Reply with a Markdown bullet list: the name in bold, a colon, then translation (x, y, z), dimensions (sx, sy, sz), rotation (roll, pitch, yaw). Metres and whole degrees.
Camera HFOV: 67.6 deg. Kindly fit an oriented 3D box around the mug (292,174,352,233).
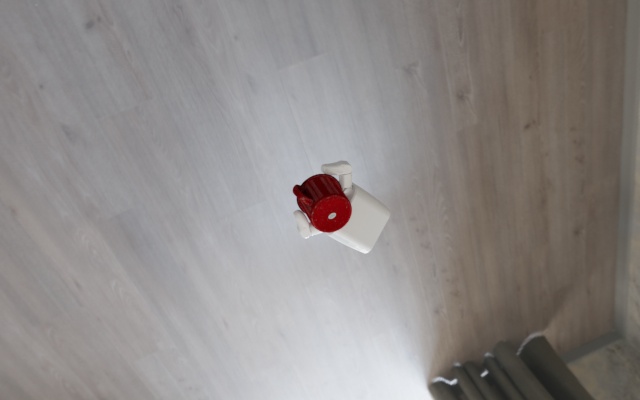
- **mug**: translation (-0.001, 0.002, 0.891), dimensions (0.117, 0.093, 0.081), rotation (27, 16, -29)
